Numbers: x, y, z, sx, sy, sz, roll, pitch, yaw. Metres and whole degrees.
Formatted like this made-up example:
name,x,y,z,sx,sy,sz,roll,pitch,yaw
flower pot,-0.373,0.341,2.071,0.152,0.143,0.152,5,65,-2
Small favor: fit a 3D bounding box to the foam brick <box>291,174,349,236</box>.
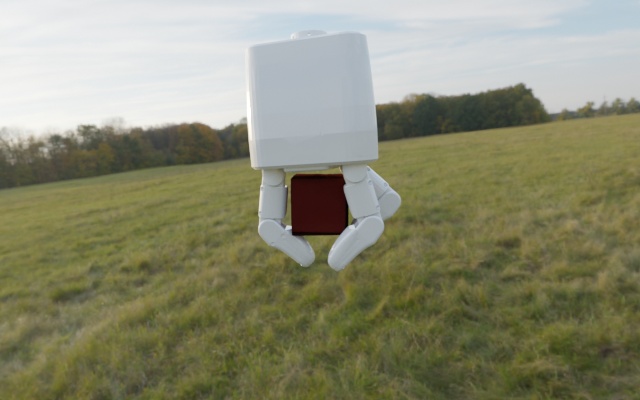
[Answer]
name,x,y,z,sx,sy,sz,roll,pitch,yaw
foam brick,0.000,0.002,0.456,0.053,0.051,0.078,-1,7,0
